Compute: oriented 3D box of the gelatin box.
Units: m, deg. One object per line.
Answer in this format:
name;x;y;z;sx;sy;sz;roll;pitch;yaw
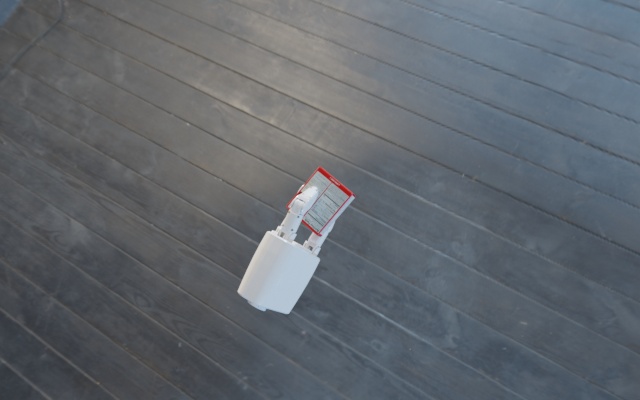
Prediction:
gelatin box;0.000;0.002;0.772;0.073;0.089;0.030;40;2;17
